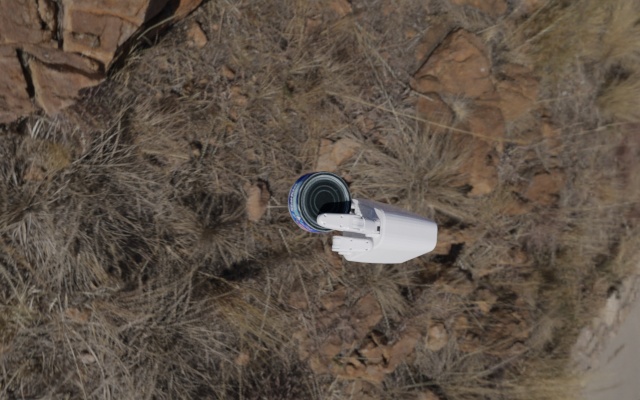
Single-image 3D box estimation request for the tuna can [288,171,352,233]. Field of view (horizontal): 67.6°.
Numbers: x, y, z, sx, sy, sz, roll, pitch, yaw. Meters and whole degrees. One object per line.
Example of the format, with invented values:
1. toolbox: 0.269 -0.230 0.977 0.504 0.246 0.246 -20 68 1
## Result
1. tuna can: 0.000 0.002 0.666 0.086 0.086 0.034 0 -1 -26
